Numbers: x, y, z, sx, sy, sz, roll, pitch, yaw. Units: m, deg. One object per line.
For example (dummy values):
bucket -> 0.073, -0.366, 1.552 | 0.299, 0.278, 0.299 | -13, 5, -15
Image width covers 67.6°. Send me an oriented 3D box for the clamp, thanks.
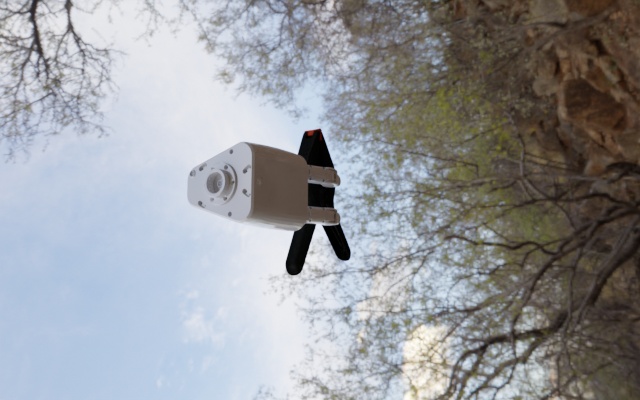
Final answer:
clamp -> -0.001, 0.002, 0.704 | 0.036, 0.210, 0.164 | -4, -8, 29
